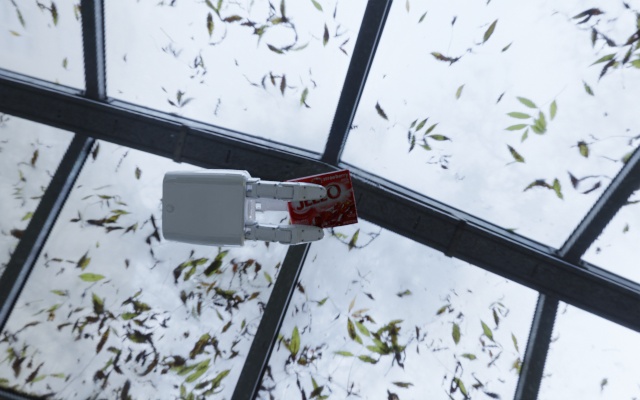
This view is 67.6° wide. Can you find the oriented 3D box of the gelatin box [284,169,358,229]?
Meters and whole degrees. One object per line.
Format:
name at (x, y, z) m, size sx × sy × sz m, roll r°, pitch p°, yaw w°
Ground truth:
gelatin box at (0.000, 0.002, 0.635) m, size 0.089 × 0.073 × 0.030 m, roll -11°, pitch 6°, yaw -4°
